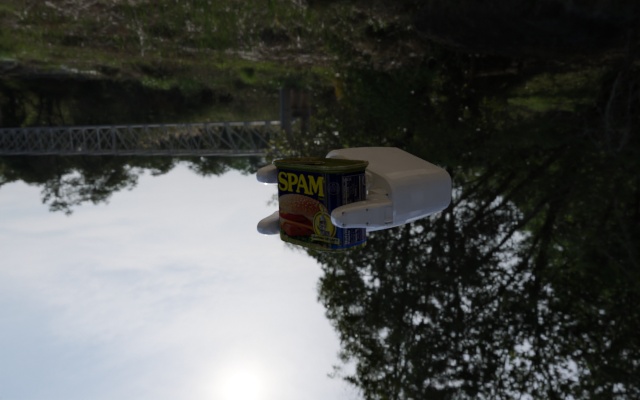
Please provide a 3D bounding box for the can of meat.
[{"bbox_3d":[0.000,0.002,0.481,0.057,0.084,0.102,-12,14,-41],"label":"can of meat"}]
